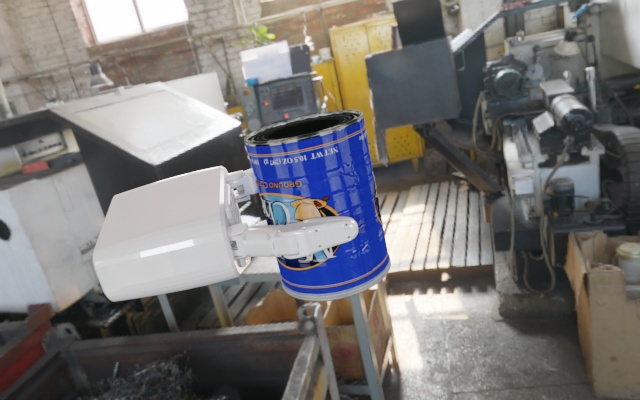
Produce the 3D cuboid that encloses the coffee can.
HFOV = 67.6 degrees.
[{"bbox_3d":[0.000,0.001,0.420,0.103,0.140,0.102,-11,18,4],"label":"coffee can"}]
